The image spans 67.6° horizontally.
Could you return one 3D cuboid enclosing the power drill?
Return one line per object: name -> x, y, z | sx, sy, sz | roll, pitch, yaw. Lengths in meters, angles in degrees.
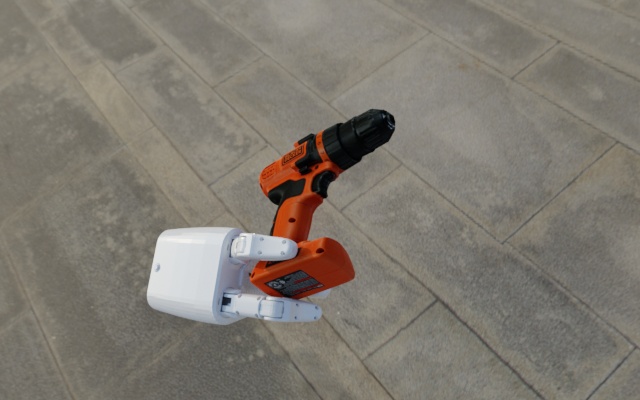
power drill -> 0.000, 0.002, 0.501 | 0.184, 0.187, 0.057 | -28, -51, 33
